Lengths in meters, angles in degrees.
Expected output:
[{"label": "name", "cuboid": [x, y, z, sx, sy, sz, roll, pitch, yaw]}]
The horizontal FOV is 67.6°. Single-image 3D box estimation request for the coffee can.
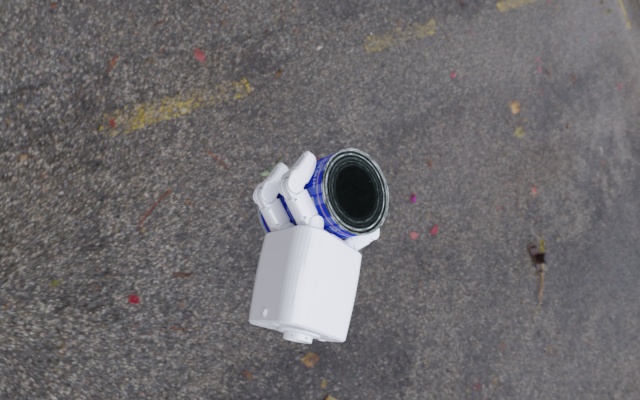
[{"label": "coffee can", "cuboid": [0.000, 0.002, 0.599, 0.103, 0.103, 0.140, 0, -11, -38]}]
